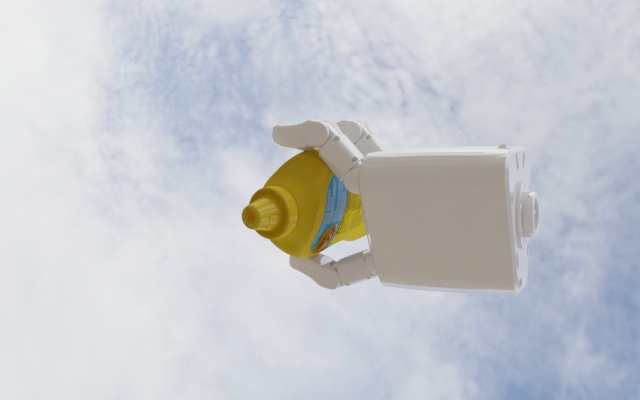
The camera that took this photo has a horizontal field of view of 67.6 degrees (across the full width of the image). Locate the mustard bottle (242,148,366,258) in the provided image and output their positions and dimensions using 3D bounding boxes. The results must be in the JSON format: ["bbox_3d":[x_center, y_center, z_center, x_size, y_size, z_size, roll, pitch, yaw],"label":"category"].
[{"bbox_3d":[0.000,0.001,0.426,0.058,0.096,0.191,27,20,26],"label":"mustard bottle"}]
